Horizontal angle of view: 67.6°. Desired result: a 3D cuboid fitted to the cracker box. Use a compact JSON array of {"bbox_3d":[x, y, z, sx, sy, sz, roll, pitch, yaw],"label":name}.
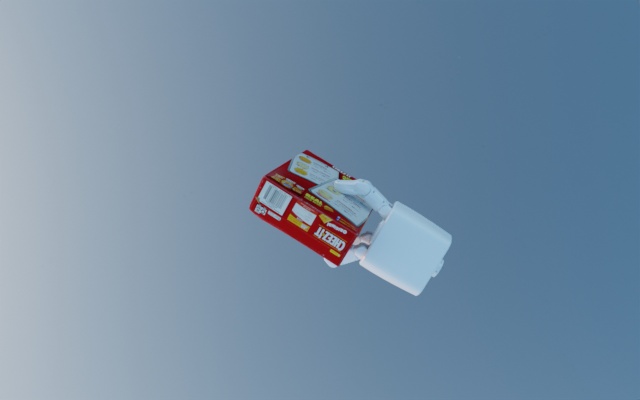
[{"bbox_3d":[0.000,0.002,0.790,0.164,0.072,0.213,31,22,5],"label":"cracker box"}]
